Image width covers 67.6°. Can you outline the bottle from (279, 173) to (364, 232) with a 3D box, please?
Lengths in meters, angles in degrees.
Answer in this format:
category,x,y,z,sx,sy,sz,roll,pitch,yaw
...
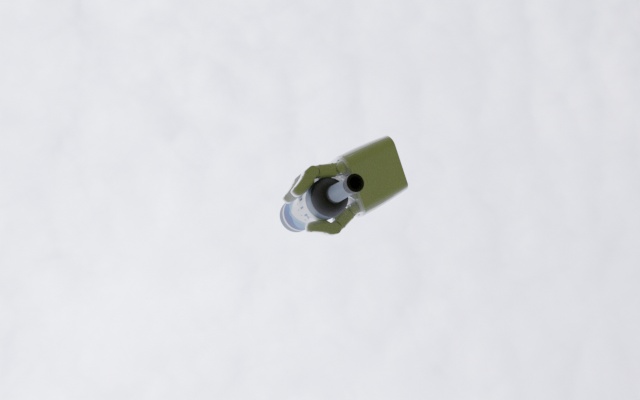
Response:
category,x,y,z,sx,sy,sz,roll,pitch,yaw
bottle,0.000,0.003,0.809,0.069,0.069,0.296,0,-11,-20
